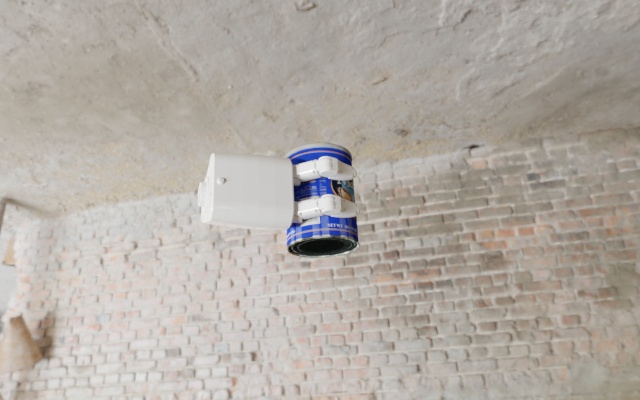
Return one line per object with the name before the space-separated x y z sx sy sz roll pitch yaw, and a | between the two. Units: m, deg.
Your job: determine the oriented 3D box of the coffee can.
coffee can | 0.000 0.002 0.692 0.103 0.140 0.103 -3 -22 -1
